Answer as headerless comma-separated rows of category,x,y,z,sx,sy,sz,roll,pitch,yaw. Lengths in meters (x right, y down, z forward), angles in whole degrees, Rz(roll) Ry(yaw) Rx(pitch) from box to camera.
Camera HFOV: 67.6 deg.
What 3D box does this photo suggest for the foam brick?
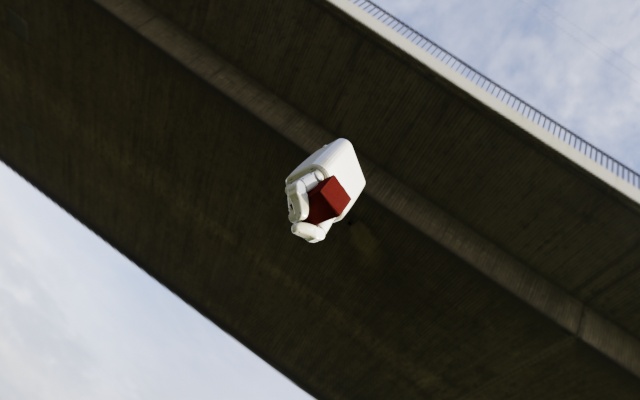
foam brick,0.000,0.003,0.771,0.078,0.053,0.051,-23,19,43
